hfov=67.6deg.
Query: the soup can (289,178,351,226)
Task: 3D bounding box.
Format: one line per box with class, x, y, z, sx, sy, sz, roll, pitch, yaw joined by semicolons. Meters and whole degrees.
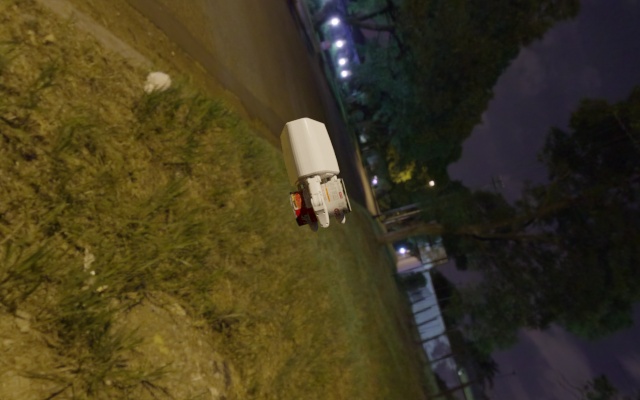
soup can;0.001;0.003;0.899;0.102;0.068;0.068;-16;-1;4
